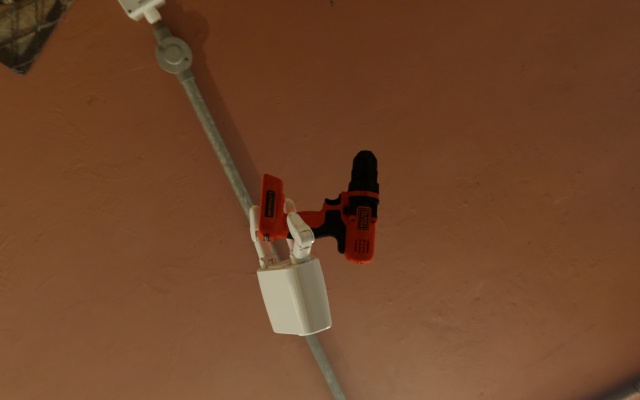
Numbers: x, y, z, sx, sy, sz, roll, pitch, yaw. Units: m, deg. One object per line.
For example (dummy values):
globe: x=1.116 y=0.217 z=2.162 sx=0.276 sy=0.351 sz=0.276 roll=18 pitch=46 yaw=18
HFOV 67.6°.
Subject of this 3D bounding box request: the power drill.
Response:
power drill: x=0.000 y=0.003 z=0.755 sx=0.187 sy=0.184 sz=0.057 roll=5 pitch=-14 yaw=-1
